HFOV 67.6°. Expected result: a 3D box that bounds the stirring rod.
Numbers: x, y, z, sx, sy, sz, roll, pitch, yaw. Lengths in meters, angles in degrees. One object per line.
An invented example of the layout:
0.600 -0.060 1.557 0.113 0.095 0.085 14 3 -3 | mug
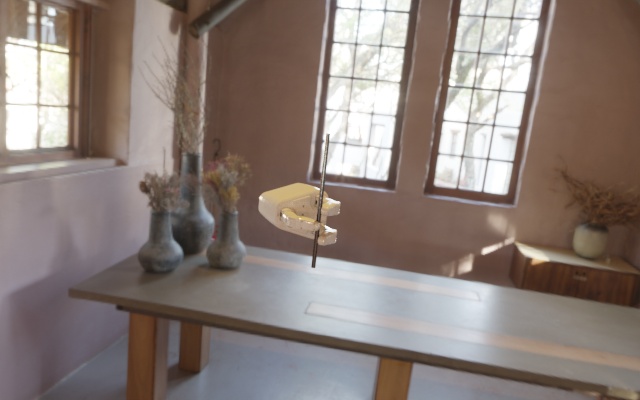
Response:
0.000 0.003 0.837 0.011 0.239 0.011 6 10 -1 | stirring rod
